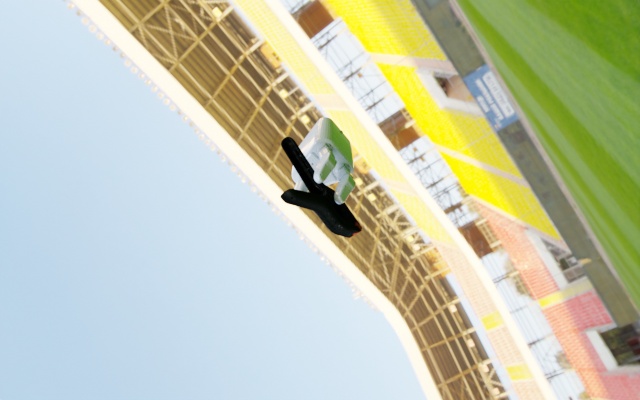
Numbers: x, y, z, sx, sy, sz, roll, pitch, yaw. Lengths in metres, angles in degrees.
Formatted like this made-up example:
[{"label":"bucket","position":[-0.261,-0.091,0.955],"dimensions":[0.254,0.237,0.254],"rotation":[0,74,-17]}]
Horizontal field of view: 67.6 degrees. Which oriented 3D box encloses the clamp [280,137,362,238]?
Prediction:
[{"label":"clamp","position":[0.000,0.003,0.811],"dimensions":[0.036,0.210,0.164],"rotation":[-32,27,22]}]
